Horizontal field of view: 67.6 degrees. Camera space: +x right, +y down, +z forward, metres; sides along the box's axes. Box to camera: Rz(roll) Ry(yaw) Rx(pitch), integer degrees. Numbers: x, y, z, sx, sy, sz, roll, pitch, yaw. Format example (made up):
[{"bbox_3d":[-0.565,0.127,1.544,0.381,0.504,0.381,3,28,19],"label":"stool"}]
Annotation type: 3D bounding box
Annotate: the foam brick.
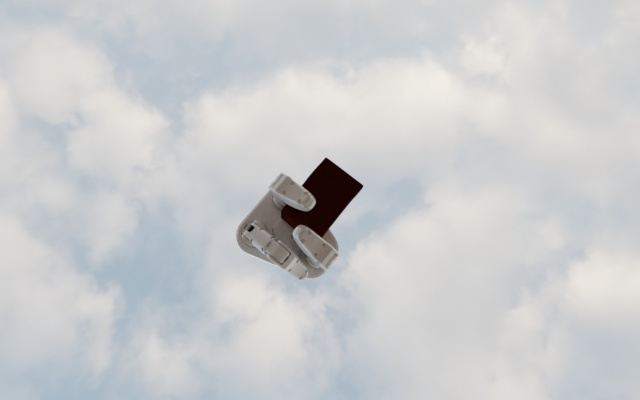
[{"bbox_3d":[0.000,0.002,0.521,0.053,0.078,0.051,40,-10,3],"label":"foam brick"}]
